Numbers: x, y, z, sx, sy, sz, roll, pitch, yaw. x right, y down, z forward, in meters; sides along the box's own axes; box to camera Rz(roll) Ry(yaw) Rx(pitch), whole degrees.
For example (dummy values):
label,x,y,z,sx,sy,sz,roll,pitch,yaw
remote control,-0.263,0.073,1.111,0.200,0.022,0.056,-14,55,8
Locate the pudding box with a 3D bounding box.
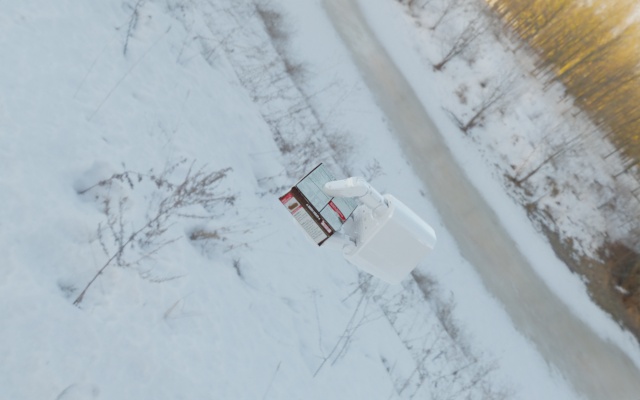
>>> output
label,x,y,z,sx,sy,sz,roll,pitch,yaw
pudding box,0.000,0.002,0.696,0.039,0.090,0.113,-40,3,28
